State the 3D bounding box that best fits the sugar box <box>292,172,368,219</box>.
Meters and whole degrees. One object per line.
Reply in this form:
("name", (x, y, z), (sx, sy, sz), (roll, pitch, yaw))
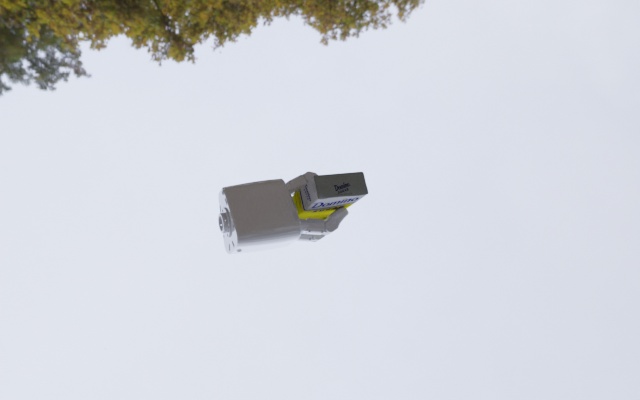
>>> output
("sugar box", (0.000, 0.003, 0.827), (0.093, 0.048, 0.176), (-6, -13, -25))
